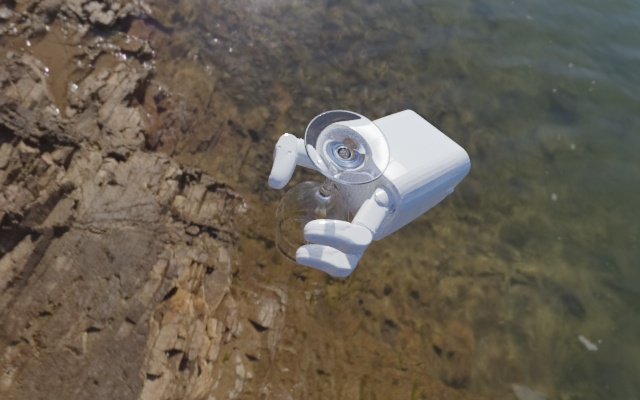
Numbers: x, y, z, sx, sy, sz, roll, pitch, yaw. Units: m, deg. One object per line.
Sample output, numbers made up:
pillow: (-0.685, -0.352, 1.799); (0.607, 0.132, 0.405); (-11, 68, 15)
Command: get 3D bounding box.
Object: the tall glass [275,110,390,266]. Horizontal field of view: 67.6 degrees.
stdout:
tall glass: (0.000, 0.001, 0.478); (0.079, 0.079, 0.201); (0, -28, -16)
